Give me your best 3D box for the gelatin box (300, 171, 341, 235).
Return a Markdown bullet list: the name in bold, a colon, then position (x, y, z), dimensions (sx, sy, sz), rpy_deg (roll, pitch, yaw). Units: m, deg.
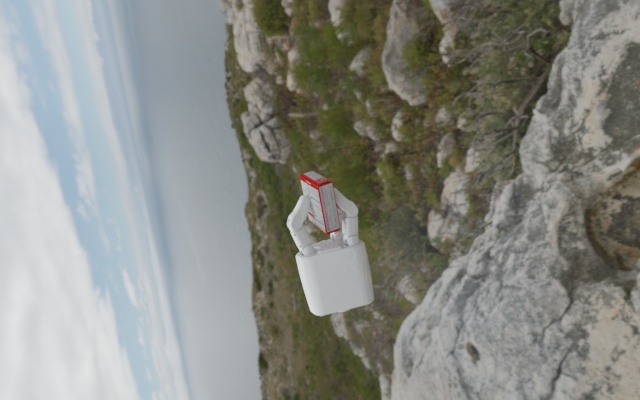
- **gelatin box**: position (0.000, 0.002, 0.785), dimensions (0.030, 0.089, 0.073), rpy_deg (-20, 24, -19)
